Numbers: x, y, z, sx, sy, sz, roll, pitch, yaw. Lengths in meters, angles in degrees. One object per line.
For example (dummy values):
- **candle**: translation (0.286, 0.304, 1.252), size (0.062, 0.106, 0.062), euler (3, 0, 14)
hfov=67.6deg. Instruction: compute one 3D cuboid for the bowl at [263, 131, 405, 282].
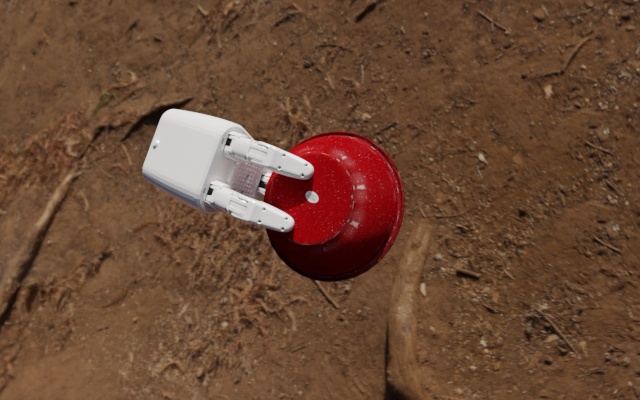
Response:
- **bowl**: translation (0.001, 0.002, 0.484), size (0.162, 0.162, 0.055), euler (0, -8, 23)
